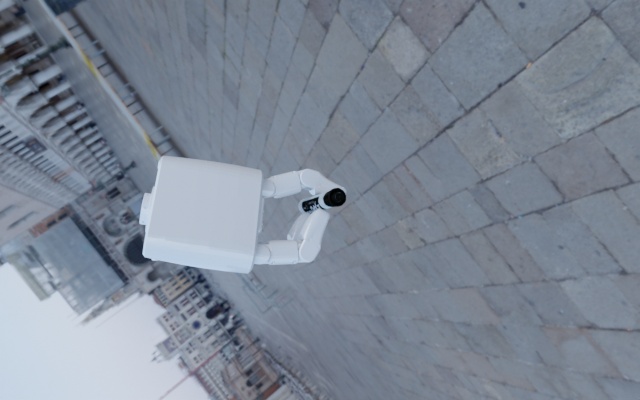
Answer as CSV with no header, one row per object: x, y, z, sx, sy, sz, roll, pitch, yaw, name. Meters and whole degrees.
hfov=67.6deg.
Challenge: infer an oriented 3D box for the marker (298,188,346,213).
0.000,0.002,0.520,0.020,0.020,0.121,0,-5,-17,marker
